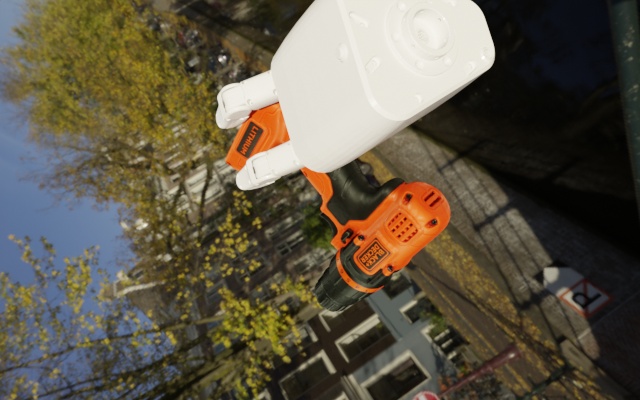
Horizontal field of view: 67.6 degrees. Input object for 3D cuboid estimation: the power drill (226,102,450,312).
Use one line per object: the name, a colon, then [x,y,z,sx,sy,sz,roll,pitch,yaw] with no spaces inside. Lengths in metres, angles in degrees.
power drill: [0.000,0.001,0.433,0.057,0.187,0.184,-37,-11,-46]
